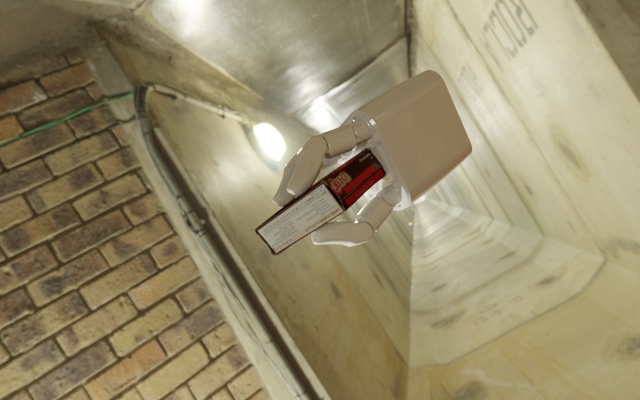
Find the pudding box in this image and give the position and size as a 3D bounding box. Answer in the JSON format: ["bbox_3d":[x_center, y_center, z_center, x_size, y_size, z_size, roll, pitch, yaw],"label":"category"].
[{"bbox_3d":[0.000,0.002,0.474,0.113,0.039,0.090,-37,0,40],"label":"pudding box"}]
